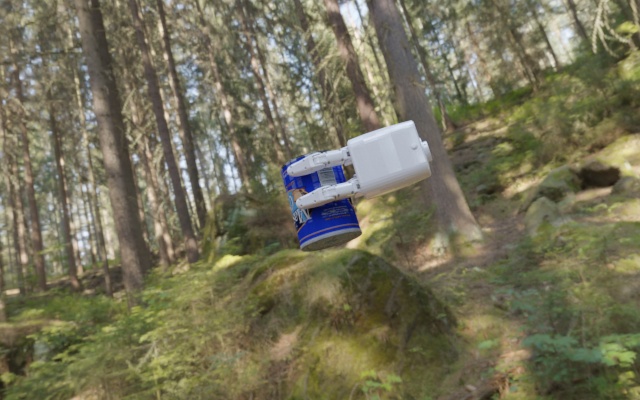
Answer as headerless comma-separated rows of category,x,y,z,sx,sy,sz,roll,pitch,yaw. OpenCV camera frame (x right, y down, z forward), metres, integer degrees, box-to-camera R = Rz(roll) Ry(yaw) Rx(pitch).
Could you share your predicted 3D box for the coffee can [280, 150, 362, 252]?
coffee can,0.000,0.003,0.787,0.103,0.140,0.103,-15,-14,-4
